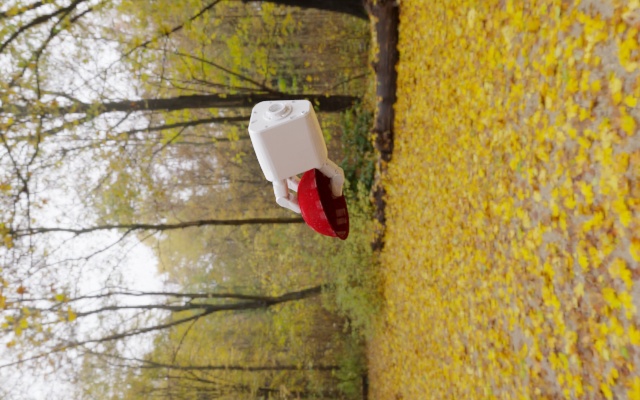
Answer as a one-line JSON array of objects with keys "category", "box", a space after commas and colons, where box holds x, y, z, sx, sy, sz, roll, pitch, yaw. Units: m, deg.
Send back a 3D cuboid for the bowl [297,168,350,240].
[{"category": "bowl", "box": [0.000, 0.004, 0.899, 0.055, 0.162, 0.162, -18, -6, 18]}]
